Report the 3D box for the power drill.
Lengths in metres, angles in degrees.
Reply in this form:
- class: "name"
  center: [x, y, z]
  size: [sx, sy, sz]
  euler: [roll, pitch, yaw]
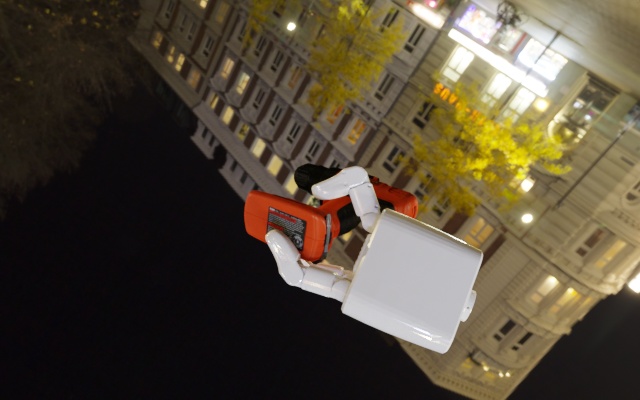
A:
- class: "power drill"
  center: [0.000, 0.002, 0.573]
  size: [0.184, 0.057, 0.187]
  euler: [18, 24, 33]
